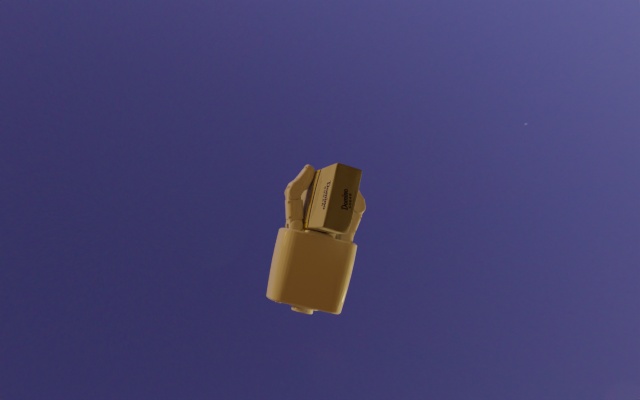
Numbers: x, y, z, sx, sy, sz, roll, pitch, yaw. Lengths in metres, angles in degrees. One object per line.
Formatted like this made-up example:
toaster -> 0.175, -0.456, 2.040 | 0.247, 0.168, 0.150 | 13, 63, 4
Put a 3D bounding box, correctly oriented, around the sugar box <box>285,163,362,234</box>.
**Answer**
sugar box -> 0.001, 0.003, 0.720 | 0.048, 0.093, 0.176 | 16, -8, -21
